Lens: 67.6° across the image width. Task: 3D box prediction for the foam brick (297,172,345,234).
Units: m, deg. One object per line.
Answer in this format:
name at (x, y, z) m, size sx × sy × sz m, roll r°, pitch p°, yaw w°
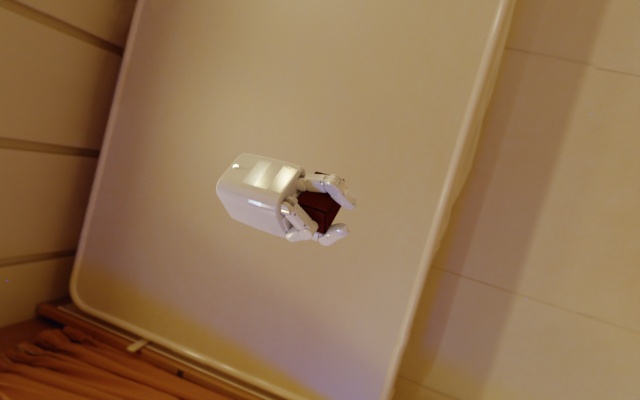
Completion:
foam brick at (0.000, 0.002, 0.739) m, size 0.051 × 0.053 × 0.078 m, roll 17°, pitch 48°, yaw 17°
